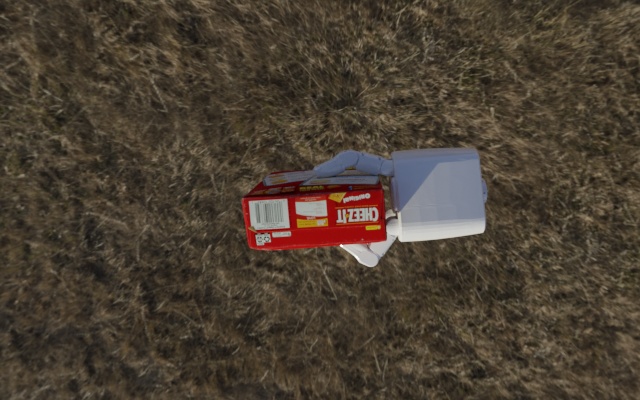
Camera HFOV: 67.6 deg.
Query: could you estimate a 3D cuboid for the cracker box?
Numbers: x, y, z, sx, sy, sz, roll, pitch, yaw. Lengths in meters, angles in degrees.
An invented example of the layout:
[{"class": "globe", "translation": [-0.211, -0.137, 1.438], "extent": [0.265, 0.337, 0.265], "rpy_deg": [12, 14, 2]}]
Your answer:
[{"class": "cracker box", "translation": [0.000, 0.002, 0.644], "extent": [0.164, 0.072, 0.213], "rpy_deg": [-4, 11, 4]}]
